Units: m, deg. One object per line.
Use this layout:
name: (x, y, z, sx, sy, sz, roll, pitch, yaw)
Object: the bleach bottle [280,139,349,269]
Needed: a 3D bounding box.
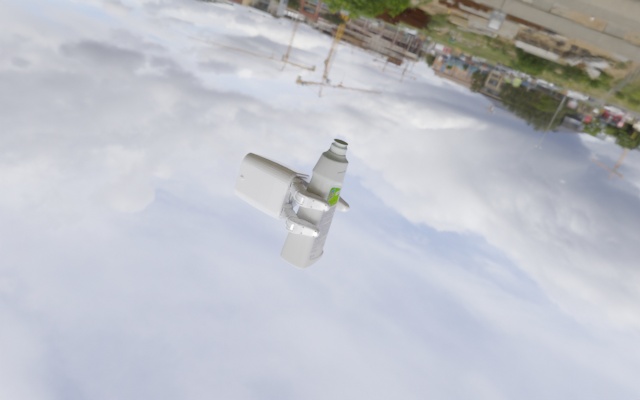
bleach bottle: (0.000, 0.003, 0.899, 0.068, 0.251, 0.102, 27, 23, 16)
